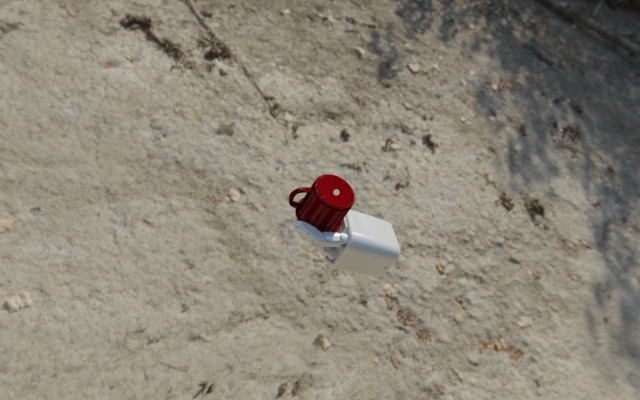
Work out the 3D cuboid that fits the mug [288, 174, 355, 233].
[{"bbox_3d":[-0.001,0.002,0.868,0.117,0.093,0.081,16,-42,-16],"label":"mug"}]
